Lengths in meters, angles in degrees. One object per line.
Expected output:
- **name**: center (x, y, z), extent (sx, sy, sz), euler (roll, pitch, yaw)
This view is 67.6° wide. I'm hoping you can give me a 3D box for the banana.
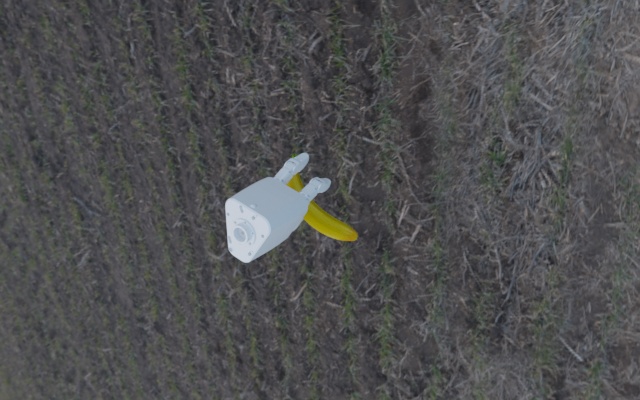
- **banana**: center (-0.013, 0.011, 0.894), extent (0.070, 0.198, 0.037), euler (-43, -7, 36)
